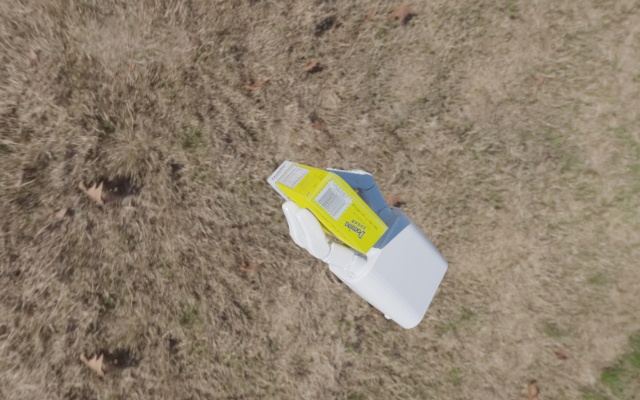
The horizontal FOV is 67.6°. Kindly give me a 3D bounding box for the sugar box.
[{"bbox_3d":[0.000,0.002,0.575,0.093,0.048,0.176,45,-10,-20],"label":"sugar box"}]
